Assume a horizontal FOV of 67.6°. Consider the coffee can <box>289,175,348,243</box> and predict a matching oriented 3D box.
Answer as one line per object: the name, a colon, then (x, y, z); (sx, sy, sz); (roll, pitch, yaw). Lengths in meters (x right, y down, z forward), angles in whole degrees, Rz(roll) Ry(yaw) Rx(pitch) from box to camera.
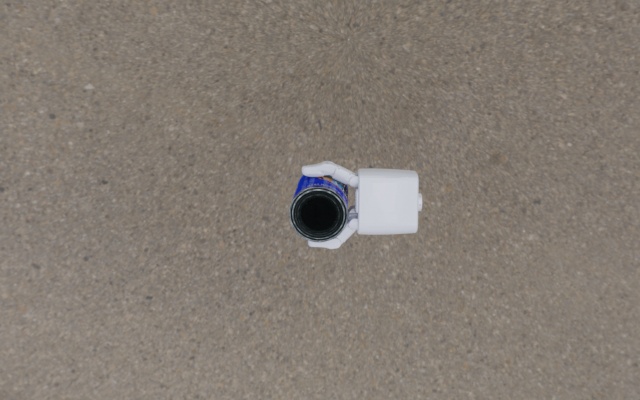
coffee can: (0.000, 0.003, 0.879); (0.103, 0.103, 0.140); (0, 19, 3)
